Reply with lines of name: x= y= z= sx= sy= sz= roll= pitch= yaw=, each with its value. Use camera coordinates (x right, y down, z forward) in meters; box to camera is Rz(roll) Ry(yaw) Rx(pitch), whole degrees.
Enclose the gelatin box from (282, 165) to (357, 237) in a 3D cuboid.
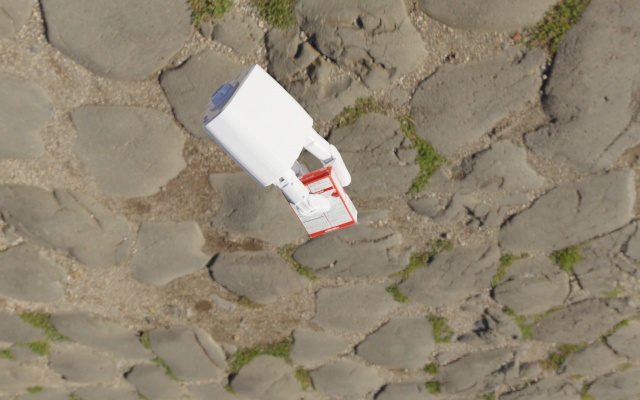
gelatin box: x=0.000 y=0.003 z=0.663 sx=0.073 sy=0.089 sz=0.030 roll=-19 pitch=30 yaw=20
